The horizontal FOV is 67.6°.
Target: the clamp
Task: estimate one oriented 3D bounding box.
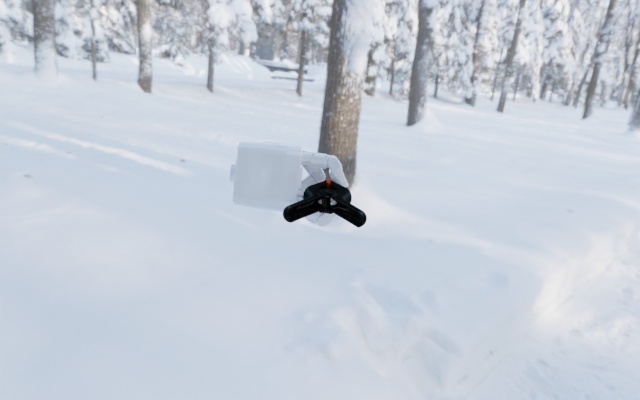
[{"bbox_3d":[0.000,0.002,0.752,0.120,0.039,0.171,7,15,-8],"label":"clamp"}]
